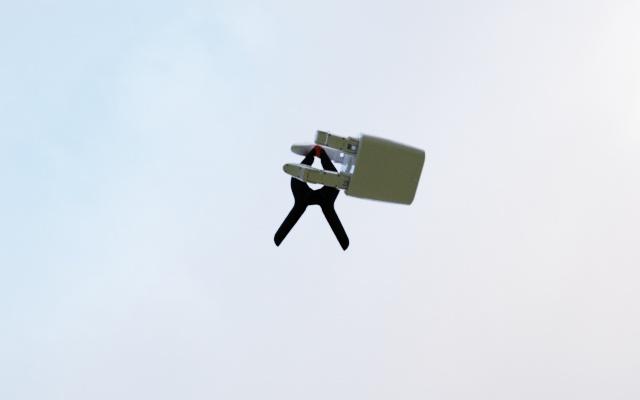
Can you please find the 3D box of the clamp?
[{"bbox_3d":[0.000,0.002,0.749,0.120,0.171,0.039,11,13,-10],"label":"clamp"}]
